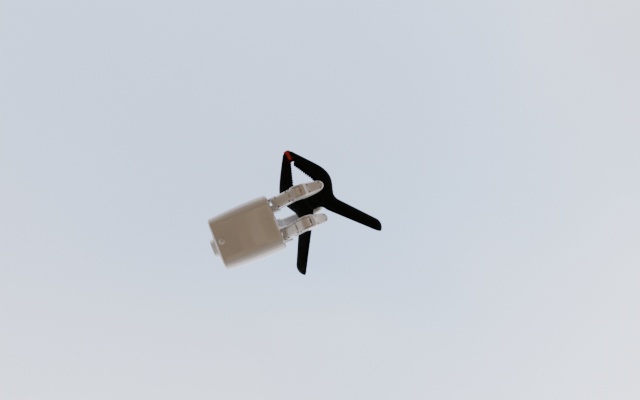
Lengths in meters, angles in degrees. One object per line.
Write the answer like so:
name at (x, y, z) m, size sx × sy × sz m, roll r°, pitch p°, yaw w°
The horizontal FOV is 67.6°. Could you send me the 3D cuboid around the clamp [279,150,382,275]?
clamp at (0.000, 0.002, 0.831) m, size 0.164 × 0.210 × 0.036 m, roll -22°, pitch -9°, yaw -11°
